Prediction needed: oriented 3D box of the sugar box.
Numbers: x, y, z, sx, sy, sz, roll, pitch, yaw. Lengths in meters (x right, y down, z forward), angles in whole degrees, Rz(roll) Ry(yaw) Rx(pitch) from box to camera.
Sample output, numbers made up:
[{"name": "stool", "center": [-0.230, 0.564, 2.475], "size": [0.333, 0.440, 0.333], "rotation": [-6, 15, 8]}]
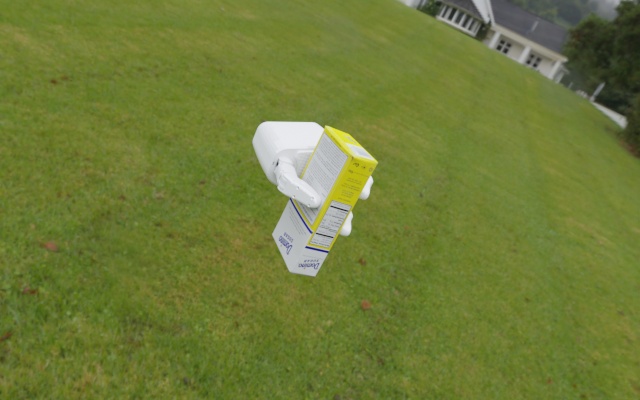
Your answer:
[{"name": "sugar box", "center": [0.001, 0.002, 0.625], "size": [0.048, 0.176, 0.093], "rotation": [13, 24, -29]}]
